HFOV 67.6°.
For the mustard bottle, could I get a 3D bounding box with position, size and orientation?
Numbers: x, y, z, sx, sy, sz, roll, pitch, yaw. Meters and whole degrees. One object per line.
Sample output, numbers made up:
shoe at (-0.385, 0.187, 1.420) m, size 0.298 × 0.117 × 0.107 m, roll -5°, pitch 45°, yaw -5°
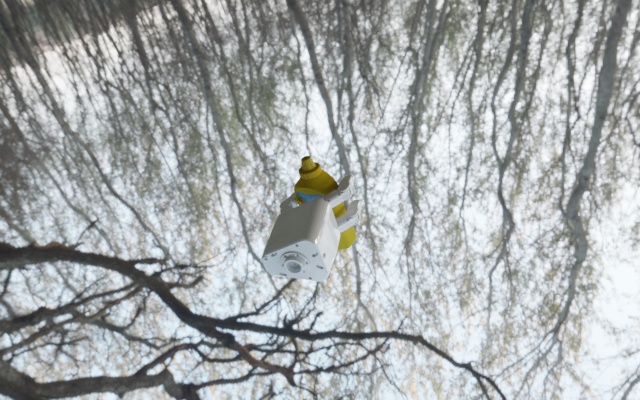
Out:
mustard bottle at (0.000, 0.003, 0.889) m, size 0.096 × 0.192 × 0.058 m, roll 9°, pitch 41°, yaw 38°
